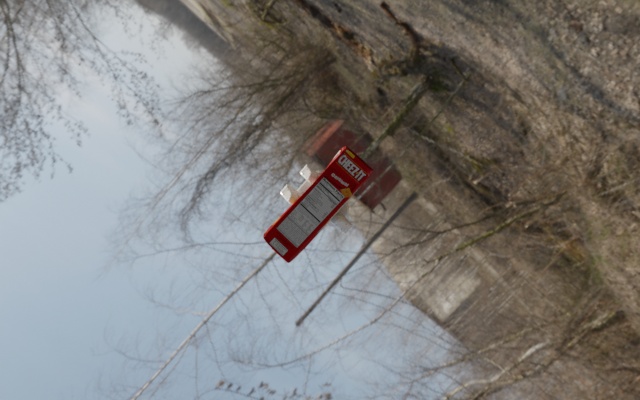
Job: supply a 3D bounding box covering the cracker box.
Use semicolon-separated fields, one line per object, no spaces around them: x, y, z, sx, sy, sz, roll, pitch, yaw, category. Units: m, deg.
0.000;0.003;0.868;0.072;0.214;0.164;43;6;2;cracker box
